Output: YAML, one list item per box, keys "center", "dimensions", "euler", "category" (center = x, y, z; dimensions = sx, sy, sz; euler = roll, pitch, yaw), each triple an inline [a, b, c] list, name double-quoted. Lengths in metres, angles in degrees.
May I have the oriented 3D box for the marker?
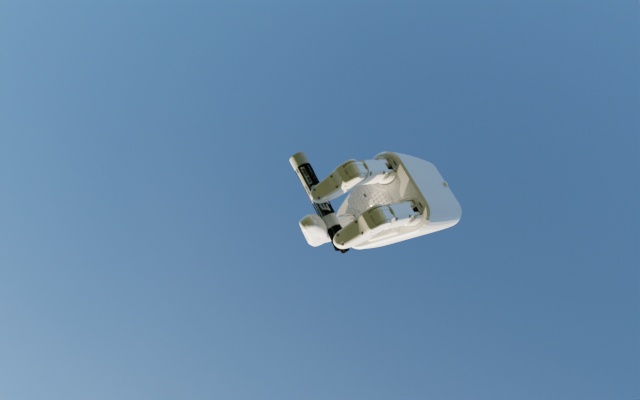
- center: [0.000, 0.002, 0.510]
  dimensions: [0.020, 0.121, 0.020]
  euler: [-24, -20, -9]
  category: "marker"
